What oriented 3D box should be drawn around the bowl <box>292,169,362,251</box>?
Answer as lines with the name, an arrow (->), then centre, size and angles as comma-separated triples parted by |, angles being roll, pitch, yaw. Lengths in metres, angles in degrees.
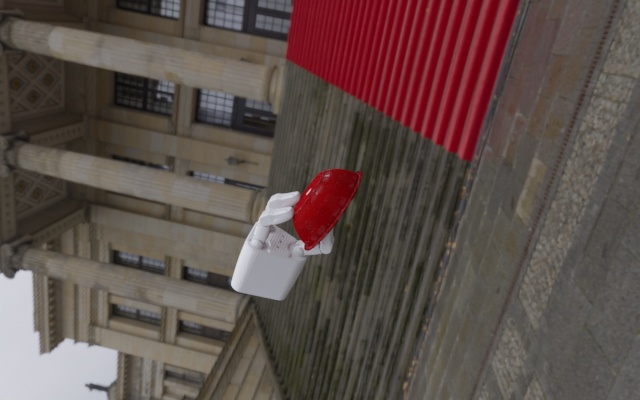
bowl -> 0.001, 0.001, 0.797 | 0.055, 0.162, 0.162 | 36, -7, -9
